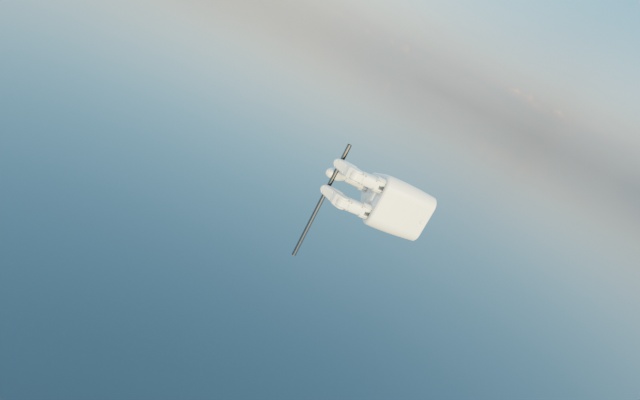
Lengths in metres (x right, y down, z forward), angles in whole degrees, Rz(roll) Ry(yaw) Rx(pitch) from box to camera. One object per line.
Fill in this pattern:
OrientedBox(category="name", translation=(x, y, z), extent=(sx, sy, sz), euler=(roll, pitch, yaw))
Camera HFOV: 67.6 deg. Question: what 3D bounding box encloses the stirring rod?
OrientedBox(category="stirring rod", translation=(0.000, 0.003, 0.886), extent=(0.011, 0.239, 0.011), euler=(24, 18, -8))
